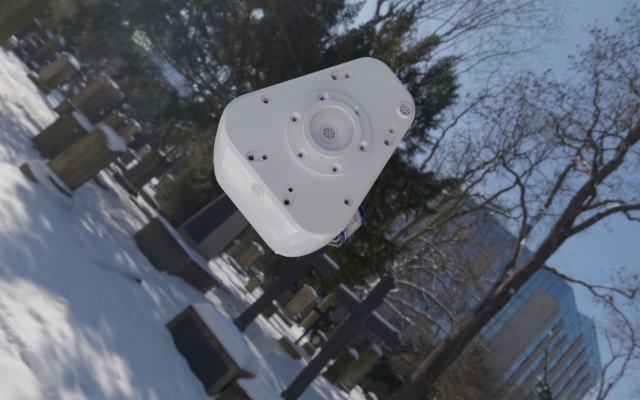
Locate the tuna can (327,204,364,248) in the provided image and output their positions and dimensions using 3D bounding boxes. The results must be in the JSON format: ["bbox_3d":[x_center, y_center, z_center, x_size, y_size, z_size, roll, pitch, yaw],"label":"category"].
[{"bbox_3d":[0.000,0.001,0.449,0.033,0.086,0.086,-42,15,-18],"label":"tuna can"}]
